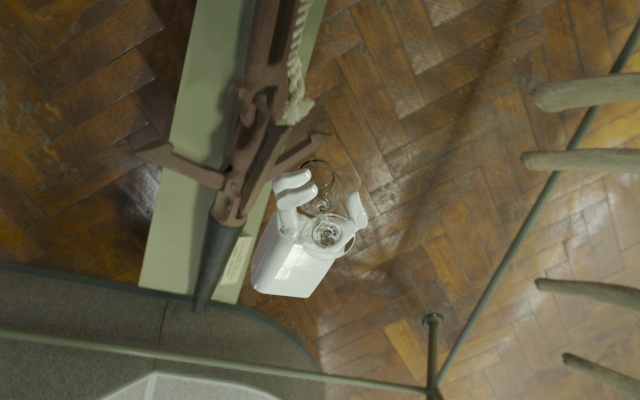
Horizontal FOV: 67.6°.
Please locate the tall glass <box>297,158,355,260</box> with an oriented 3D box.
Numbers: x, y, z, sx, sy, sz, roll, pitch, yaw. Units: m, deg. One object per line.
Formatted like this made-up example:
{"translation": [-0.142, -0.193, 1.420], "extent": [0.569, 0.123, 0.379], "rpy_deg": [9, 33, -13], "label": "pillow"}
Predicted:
{"translation": [0.000, 0.003, 0.722], "extent": [0.079, 0.079, 0.201], "rpy_deg": [0, 29, -6], "label": "tall glass"}
